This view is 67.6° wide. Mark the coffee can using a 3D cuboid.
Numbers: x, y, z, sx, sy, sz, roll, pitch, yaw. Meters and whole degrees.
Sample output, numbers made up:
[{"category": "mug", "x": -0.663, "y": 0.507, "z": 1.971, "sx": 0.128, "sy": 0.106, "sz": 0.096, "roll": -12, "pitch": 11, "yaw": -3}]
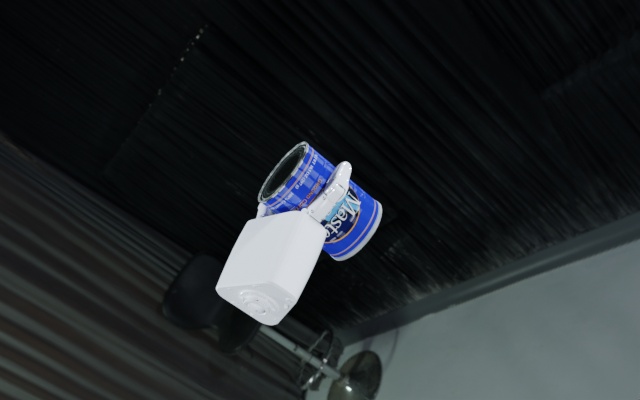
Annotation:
[{"category": "coffee can", "x": 0.000, "y": 0.002, "z": 0.660, "sx": 0.140, "sy": 0.103, "sz": 0.103, "roll": 39, "pitch": -14, "yaw": -19}]
